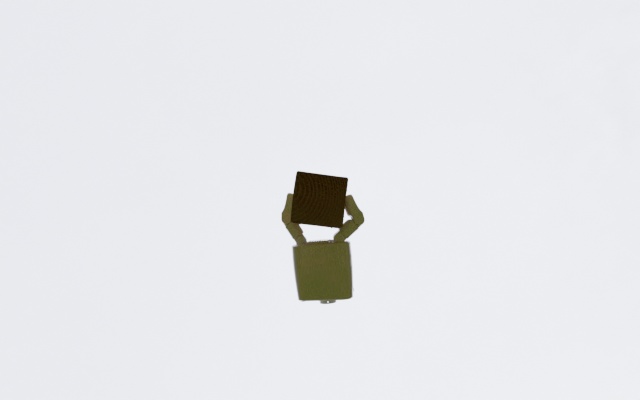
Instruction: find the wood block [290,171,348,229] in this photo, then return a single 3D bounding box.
[{"bbox_3d":[0.000,0.003,0.899,0.091,0.090,0.206,7,-3,1],"label":"wood block"}]
